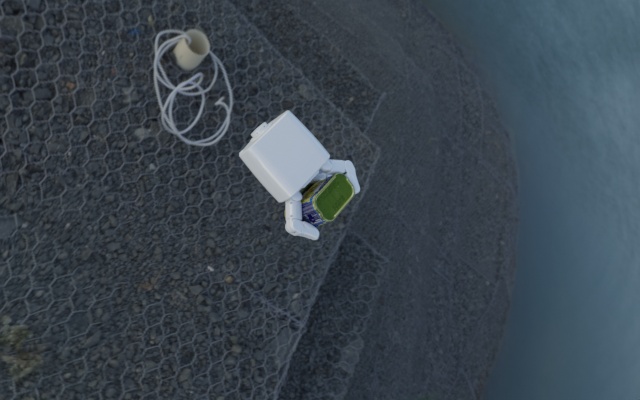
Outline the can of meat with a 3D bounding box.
[{"bbox_3d":[0.000,0.003,0.824,0.084,0.057,0.102,-23,20,50],"label":"can of meat"}]
